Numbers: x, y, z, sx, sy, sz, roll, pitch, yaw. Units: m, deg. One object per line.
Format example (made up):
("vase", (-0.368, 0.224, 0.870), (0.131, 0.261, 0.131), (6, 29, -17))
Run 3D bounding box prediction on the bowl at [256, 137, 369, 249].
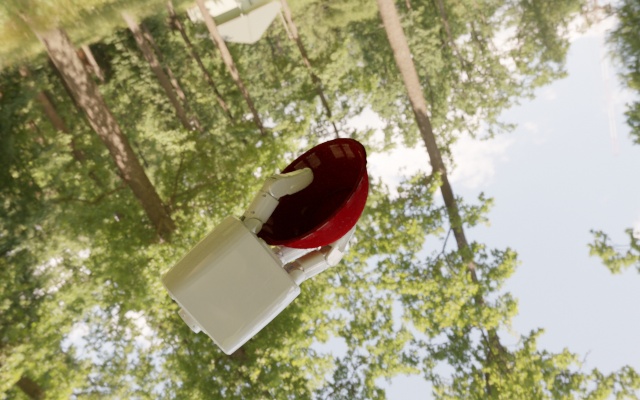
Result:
("bowl", (0.001, 0.001, 0.566), (0.162, 0.162, 0.055), (0, -38, 49))
